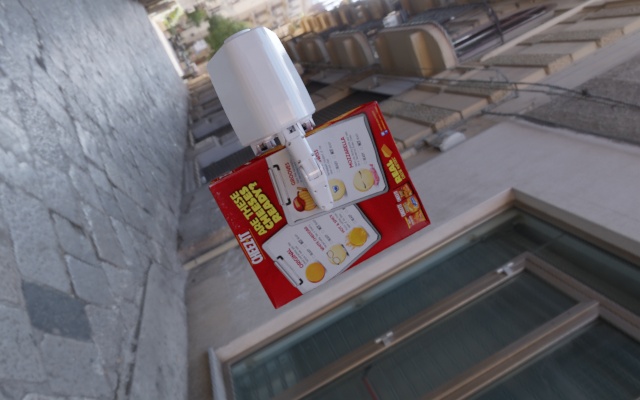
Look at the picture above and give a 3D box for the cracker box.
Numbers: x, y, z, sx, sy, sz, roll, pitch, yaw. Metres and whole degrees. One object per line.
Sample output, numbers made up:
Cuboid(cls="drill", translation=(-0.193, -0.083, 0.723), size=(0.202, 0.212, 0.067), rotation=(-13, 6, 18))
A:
Cuboid(cls="cracker box", translation=(0.000, 0.002, 0.574), size=(0.213, 0.164, 0.072), rotation=(-28, 11, -7))
